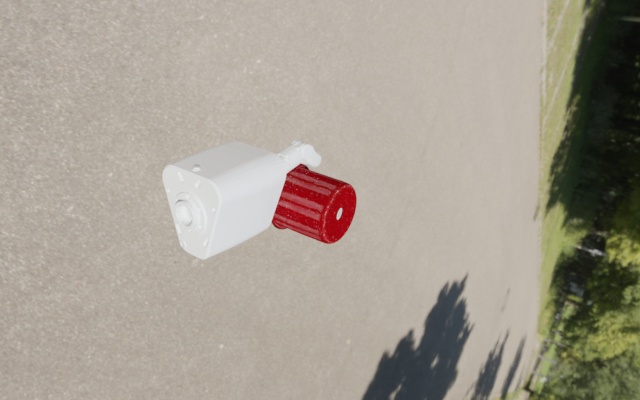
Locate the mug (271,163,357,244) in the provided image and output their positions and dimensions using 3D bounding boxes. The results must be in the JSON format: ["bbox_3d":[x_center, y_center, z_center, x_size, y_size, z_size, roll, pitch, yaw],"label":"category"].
[{"bbox_3d":[0.001,0.002,0.626,0.081,0.093,0.117,20,32,30],"label":"mug"}]
